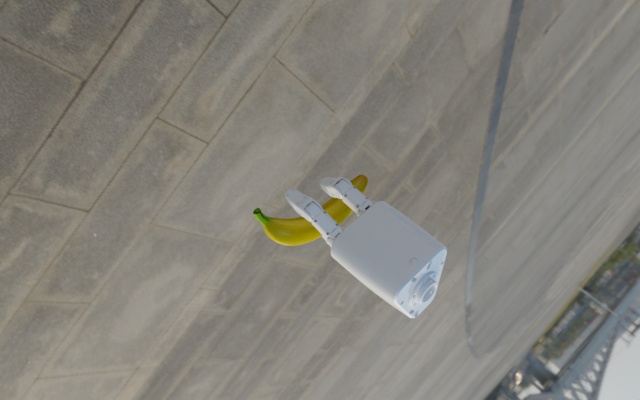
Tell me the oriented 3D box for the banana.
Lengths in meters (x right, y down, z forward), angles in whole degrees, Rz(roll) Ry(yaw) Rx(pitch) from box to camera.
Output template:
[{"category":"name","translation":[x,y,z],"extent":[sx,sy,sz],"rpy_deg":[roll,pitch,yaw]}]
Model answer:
[{"category":"banana","translation":[-0.003,0.020,0.675],"extent":[0.198,0.070,0.037],"rpy_deg":[-20,36,-36]}]
